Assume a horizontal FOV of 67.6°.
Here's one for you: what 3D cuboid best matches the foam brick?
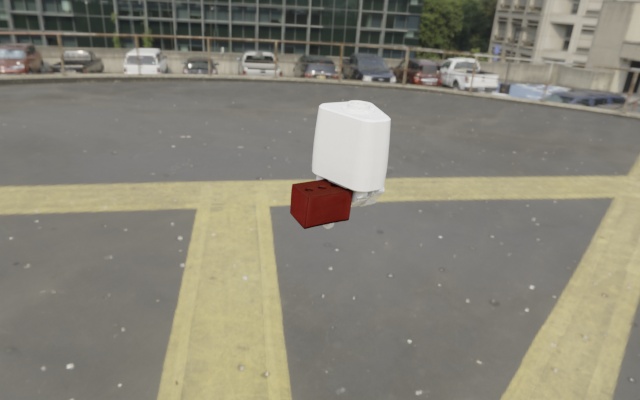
[{"bbox_3d":[0.000,0.002,0.711,0.078,0.051,0.053,-10,31,-29],"label":"foam brick"}]
